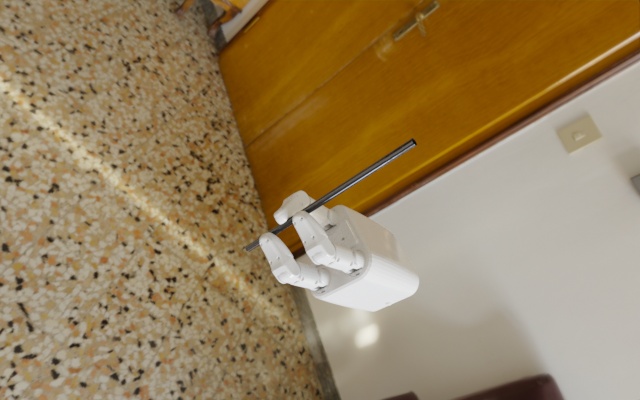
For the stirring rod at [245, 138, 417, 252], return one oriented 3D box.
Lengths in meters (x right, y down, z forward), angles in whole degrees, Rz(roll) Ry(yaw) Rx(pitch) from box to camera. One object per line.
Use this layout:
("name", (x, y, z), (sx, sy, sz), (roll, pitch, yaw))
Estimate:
("stirring rod", (0.000, 0.002, 0.501), (0.239, 0.011, 0.011), (-33, -19, 32))
